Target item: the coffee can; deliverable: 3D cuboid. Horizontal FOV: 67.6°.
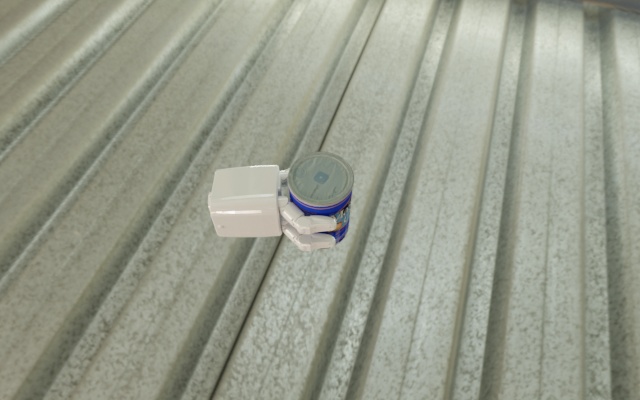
[{"bbox_3d":[0.000,0.002,0.790,0.103,0.102,0.140,0,-34,0],"label":"coffee can"}]
